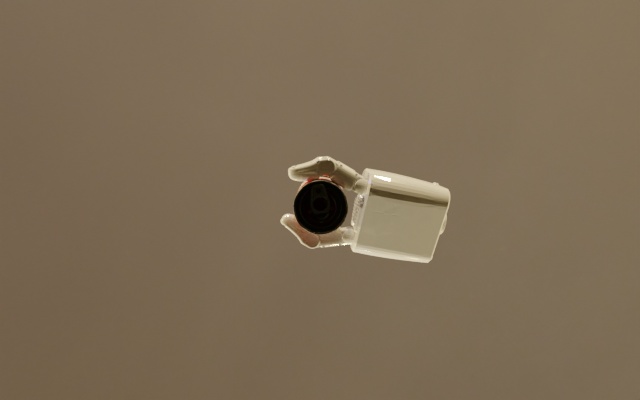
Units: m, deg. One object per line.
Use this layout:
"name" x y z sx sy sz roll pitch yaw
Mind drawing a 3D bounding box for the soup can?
"soup can" 0.000 0.002 0.638 0.068 0.068 0.102 0 8 0
